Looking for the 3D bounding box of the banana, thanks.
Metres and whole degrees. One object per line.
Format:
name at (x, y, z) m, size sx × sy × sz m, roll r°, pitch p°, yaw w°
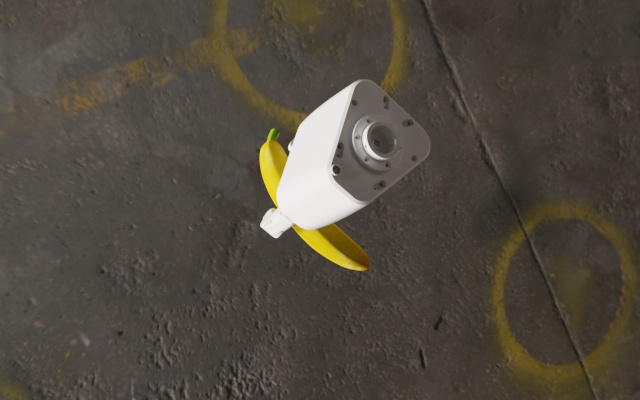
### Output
banana at (-0.013, 0.007, 0.535) m, size 0.069 × 0.198 × 0.037 m, roll -34°, pitch 1°, yaw -43°
